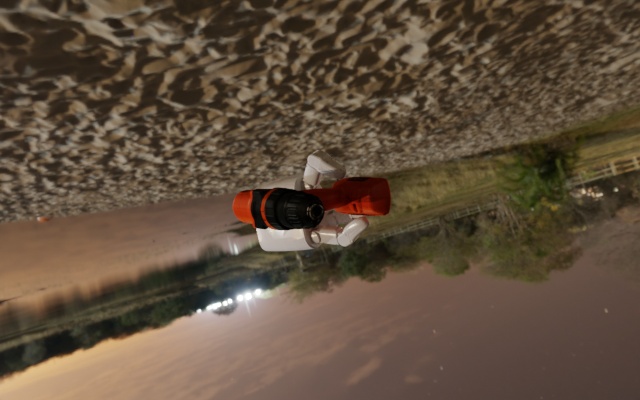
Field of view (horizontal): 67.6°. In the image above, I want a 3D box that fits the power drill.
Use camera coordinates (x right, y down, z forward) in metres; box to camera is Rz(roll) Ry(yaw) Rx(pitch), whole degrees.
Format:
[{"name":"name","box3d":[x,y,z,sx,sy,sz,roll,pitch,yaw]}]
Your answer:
[{"name":"power drill","box3d":[0.000,0.002,0.629,0.187,0.057,0.184,-5,6,-34]}]
